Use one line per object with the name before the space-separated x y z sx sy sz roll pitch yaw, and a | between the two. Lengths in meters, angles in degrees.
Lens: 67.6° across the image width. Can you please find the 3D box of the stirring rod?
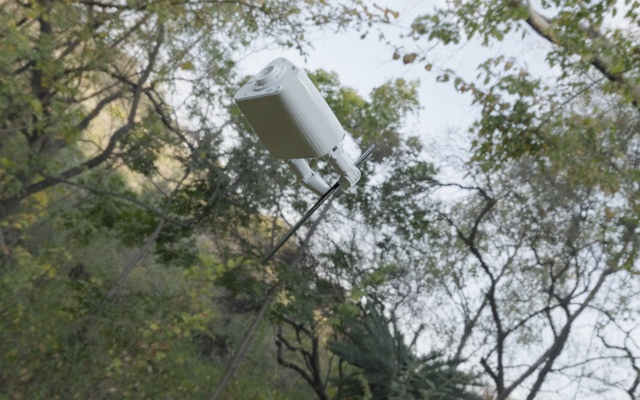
stirring rod | 0.000 0.002 0.683 0.239 0.011 0.011 -46 14 -14
